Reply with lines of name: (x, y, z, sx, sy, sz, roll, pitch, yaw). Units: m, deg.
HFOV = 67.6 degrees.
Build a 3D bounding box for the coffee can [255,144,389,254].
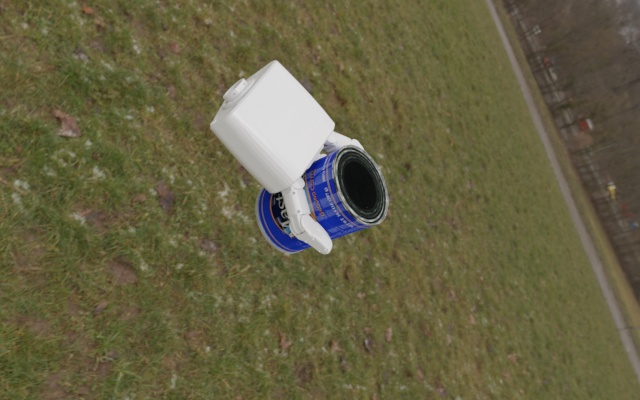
coffee can: (0.000, 0.002, 0.611, 0.140, 0.102, 0.103, -23, -15, 38)
